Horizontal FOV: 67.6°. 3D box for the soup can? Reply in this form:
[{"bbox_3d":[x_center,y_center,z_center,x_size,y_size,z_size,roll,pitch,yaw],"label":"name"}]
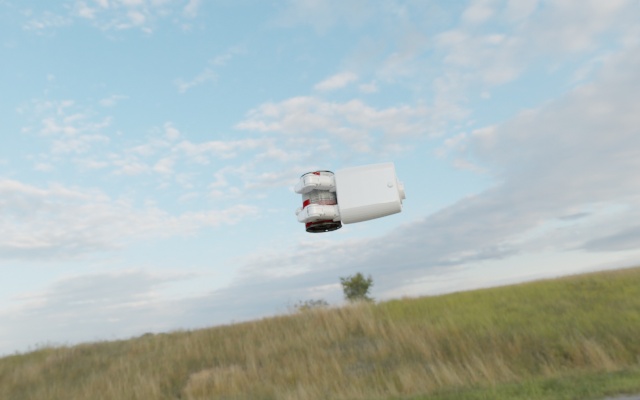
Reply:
[{"bbox_3d":[0.000,0.003,0.879,0.068,0.102,0.068,-7,-16,-2],"label":"soup can"}]
